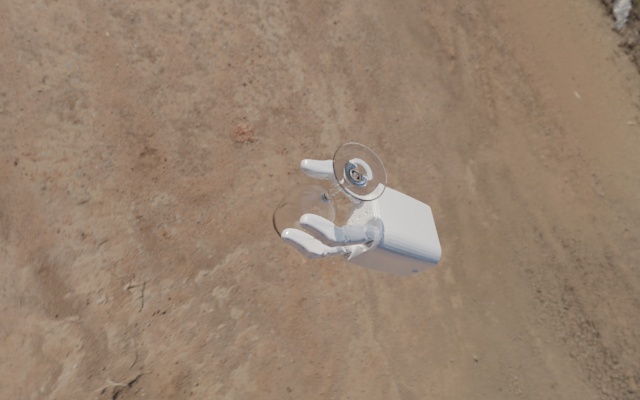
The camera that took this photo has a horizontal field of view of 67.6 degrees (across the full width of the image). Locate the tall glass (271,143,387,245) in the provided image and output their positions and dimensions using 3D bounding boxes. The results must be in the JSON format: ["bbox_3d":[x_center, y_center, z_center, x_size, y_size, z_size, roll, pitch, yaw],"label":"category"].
[{"bbox_3d":[0.000,0.002,0.633,0.079,0.079,0.201,0,-21,-31],"label":"tall glass"}]
